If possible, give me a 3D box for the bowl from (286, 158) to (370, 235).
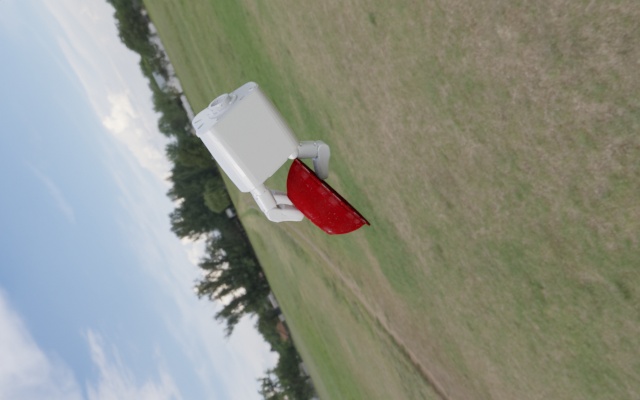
[{"bbox_3d":[0.001,0.004,0.736,0.162,0.055,0.162,41,4,-3],"label":"bowl"}]
